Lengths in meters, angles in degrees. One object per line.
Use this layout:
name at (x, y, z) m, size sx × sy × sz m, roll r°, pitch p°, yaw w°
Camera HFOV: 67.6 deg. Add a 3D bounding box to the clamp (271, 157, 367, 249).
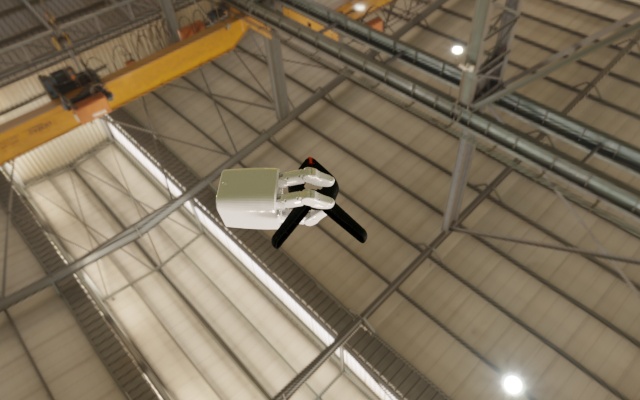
clamp at (0.000, 0.003, 0.876) m, size 0.164 × 0.209 × 0.036 m, roll 2°, pitch -41°, yaw -1°
